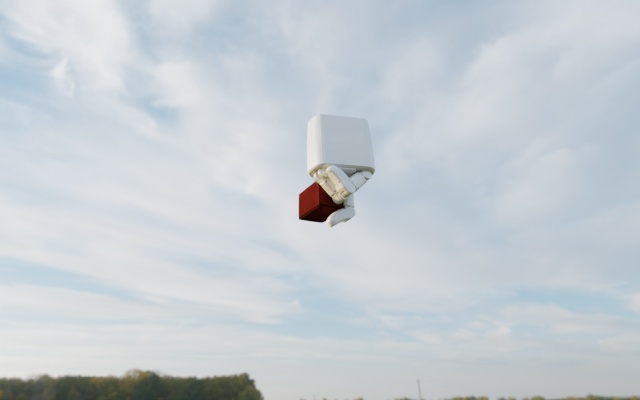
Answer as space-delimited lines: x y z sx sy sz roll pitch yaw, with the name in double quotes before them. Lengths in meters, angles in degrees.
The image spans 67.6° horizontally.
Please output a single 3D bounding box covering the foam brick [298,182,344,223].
"foam brick" 0.000 0.003 0.871 0.053 0.051 0.078 11 -26 -29
